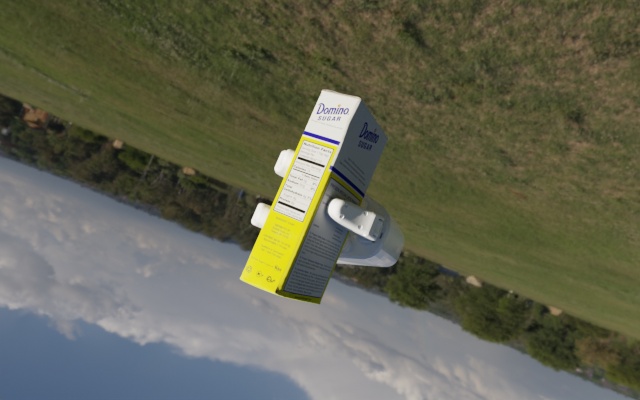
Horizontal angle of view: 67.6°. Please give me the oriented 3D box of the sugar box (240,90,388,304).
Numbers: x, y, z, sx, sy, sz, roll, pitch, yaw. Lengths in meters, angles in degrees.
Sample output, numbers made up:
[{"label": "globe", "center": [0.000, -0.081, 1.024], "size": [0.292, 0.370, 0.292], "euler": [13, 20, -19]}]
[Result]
[{"label": "sugar box", "center": [0.000, 0.001, 0.430], "size": [0.048, 0.176, 0.093], "euler": [18, -8, 26]}]
